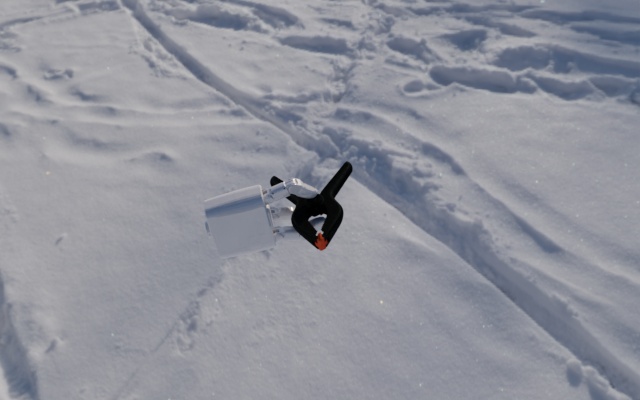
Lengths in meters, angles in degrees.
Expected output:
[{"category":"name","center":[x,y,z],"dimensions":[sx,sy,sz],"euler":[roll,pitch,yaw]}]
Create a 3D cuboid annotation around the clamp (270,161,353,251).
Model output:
[{"category":"clamp","center":[0.000,0.003,0.878],"dimensions":[0.164,0.036,0.209],"euler":[-17,42,-3]}]
